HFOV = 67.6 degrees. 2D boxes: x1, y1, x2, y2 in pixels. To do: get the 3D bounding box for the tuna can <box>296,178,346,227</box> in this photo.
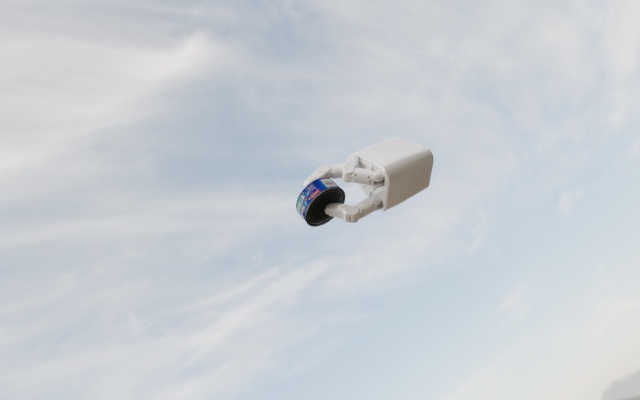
[{"bbox_3d":[0.000,0.002,0.835,0.086,0.086,0.033,0,36,-46],"label":"tuna can"}]
